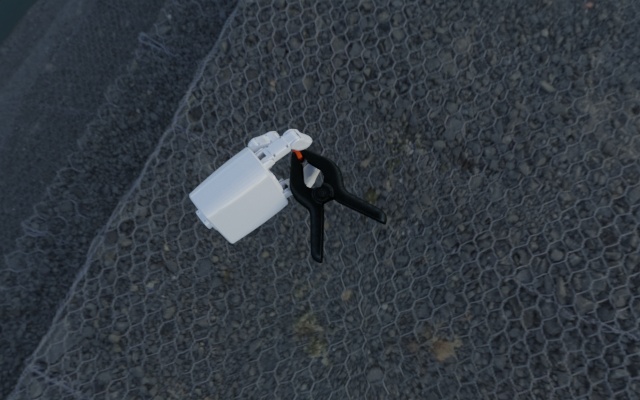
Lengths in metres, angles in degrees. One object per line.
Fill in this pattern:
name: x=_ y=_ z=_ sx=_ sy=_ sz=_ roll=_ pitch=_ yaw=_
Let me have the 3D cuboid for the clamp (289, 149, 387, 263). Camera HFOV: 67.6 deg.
clamp: x=0.000 y=0.002 z=0.696 sx=0.120 sy=0.171 sz=0.039 roll=-38 pitch=-15 yaw=-8
